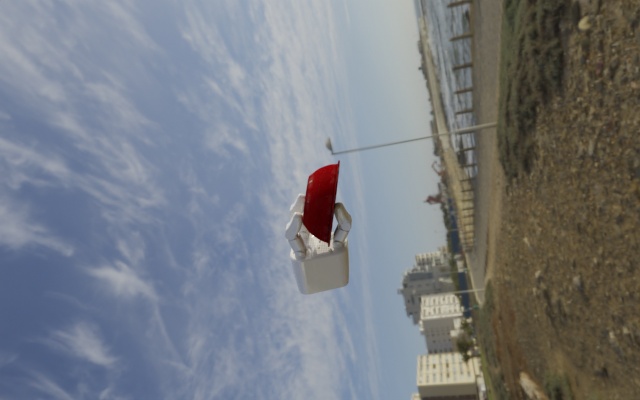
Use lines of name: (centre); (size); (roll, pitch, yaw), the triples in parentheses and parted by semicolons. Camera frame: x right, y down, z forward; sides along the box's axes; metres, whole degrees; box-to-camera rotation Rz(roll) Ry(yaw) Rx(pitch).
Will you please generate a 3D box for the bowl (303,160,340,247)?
bowl: (0.000, 0.002, 0.880); (0.055, 0.162, 0.162); (7, 0, 1)
